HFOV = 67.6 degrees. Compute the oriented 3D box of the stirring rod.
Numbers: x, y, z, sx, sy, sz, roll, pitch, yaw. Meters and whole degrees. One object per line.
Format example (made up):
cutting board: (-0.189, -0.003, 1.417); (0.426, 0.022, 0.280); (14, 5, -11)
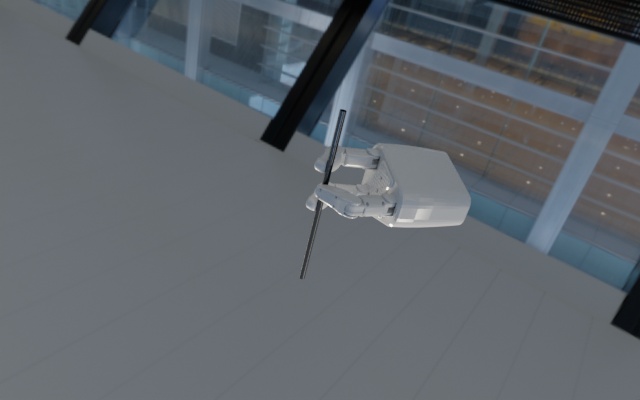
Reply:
stirring rod: (0.000, 0.002, 0.592); (0.011, 0.240, 0.011); (11, 29, -6)
